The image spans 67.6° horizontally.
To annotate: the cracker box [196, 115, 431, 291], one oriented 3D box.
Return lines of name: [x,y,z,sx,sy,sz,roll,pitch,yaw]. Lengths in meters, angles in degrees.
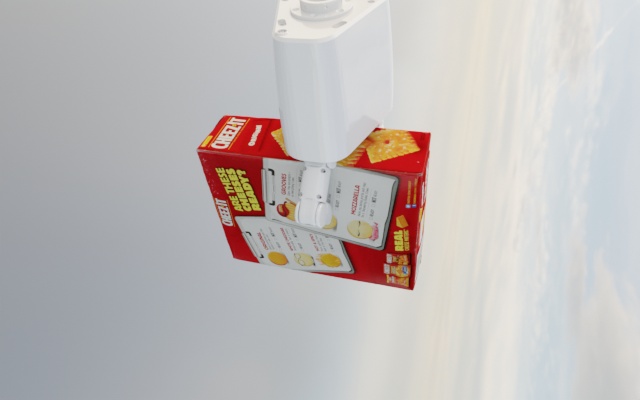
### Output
cracker box: [0.000,0.002,0.497,0.213,0.164,0.072,8,45,16]
